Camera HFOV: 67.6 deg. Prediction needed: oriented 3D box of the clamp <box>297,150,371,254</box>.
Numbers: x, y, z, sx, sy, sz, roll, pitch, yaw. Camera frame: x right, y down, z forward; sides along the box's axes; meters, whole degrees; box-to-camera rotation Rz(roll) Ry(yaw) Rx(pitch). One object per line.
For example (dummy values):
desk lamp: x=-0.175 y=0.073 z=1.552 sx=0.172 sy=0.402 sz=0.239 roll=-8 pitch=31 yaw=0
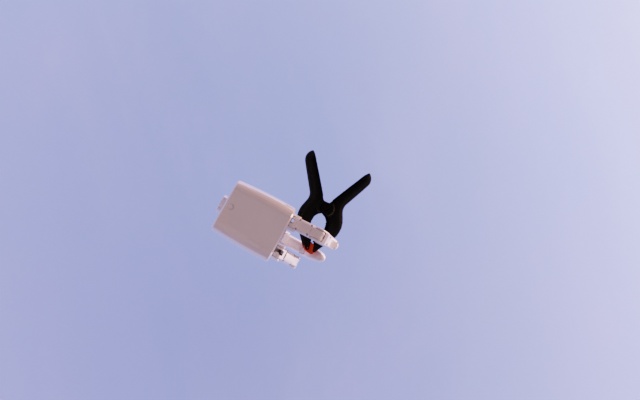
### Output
clamp: x=0.000 y=0.003 z=0.811 sx=0.120 sy=0.171 sz=0.039 roll=29 pitch=-8 yaw=-4
